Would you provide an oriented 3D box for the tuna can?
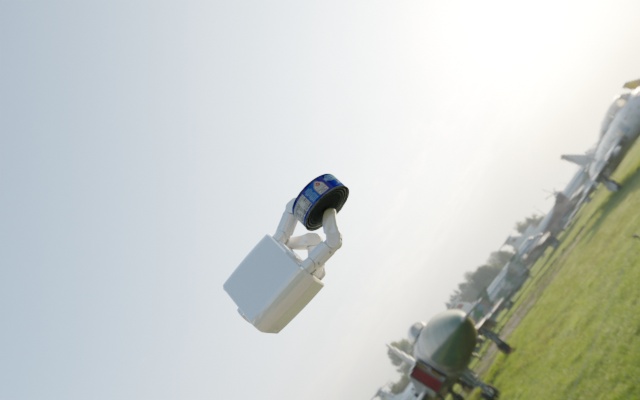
[{"bbox_3d":[0.000,0.002,0.699,0.033,0.086,0.086,44,21,24],"label":"tuna can"}]
